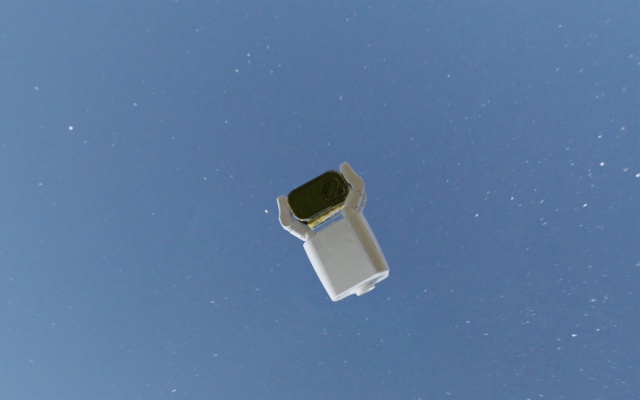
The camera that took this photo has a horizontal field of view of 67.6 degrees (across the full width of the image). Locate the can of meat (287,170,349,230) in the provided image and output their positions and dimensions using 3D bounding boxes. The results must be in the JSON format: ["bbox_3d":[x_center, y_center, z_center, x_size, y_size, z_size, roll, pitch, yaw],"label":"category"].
[{"bbox_3d":[0.000,0.003,0.824,0.102,0.057,0.084,-29,-18,-3],"label":"can of meat"}]
